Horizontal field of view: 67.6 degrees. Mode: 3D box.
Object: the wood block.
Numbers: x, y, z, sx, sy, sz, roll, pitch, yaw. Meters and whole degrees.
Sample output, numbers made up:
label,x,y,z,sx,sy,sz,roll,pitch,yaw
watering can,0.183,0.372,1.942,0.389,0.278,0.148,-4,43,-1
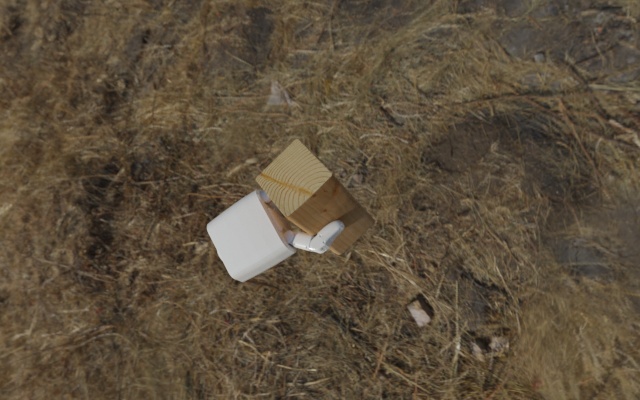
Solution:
label,x,y,z,sx,sy,sz,roll,pitch,yaw
wood block,0.000,0.003,0.762,0.090,0.090,0.206,48,3,31
